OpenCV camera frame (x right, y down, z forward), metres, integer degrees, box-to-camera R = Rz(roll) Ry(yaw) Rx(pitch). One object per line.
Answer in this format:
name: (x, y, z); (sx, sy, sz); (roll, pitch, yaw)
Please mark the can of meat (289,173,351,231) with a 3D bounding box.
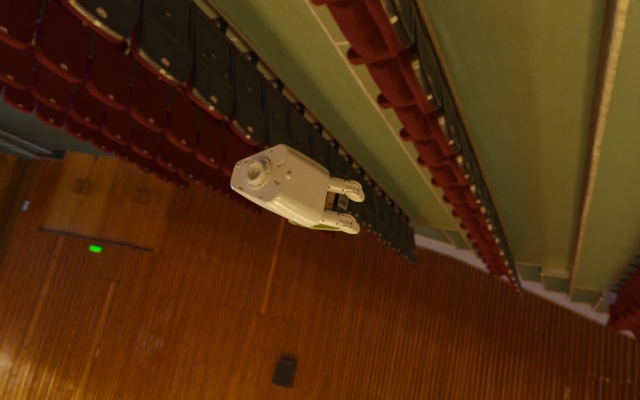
can of meat: (0.000, 0.003, 0.807); (0.102, 0.084, 0.057); (2, -17, 33)
